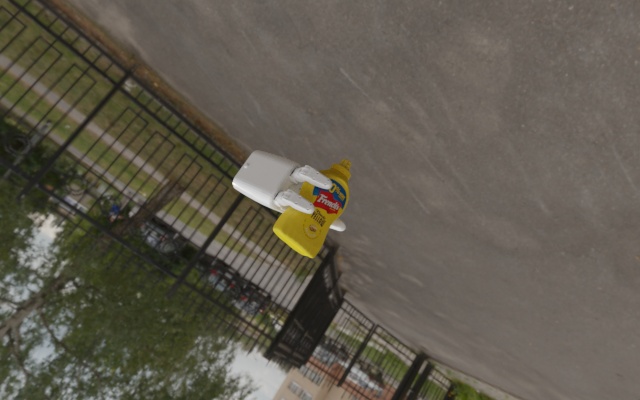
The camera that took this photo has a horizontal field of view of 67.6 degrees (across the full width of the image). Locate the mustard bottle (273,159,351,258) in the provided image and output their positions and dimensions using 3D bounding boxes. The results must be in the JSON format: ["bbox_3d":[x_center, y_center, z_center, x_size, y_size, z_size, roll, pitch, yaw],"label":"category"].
[{"bbox_3d":[0.000,0.003,0.877,0.096,0.191,0.058,43,-18,-31],"label":"mustard bottle"}]
